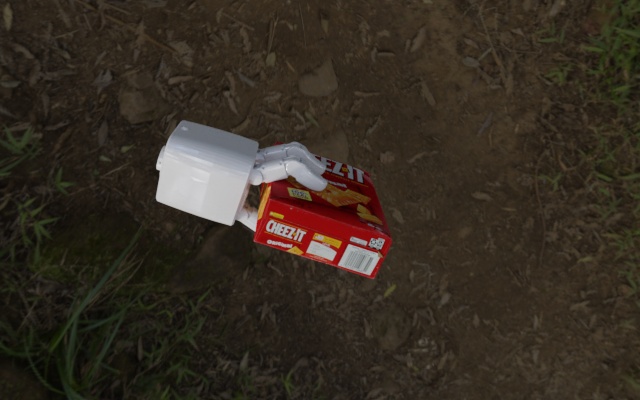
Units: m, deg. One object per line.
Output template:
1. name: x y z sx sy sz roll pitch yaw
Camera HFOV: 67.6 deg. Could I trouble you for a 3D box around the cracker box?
1. cracker box: 0.000 0.002 0.670 0.164 0.072 0.213 19 24 -11
